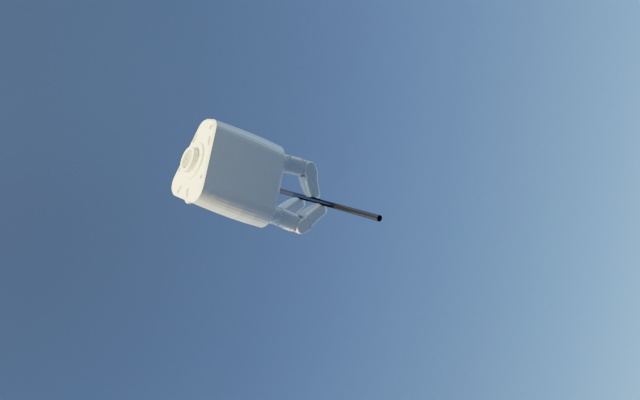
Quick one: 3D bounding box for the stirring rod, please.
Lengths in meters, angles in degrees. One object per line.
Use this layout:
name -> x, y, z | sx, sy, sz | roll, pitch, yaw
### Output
stirring rod -> 0.000, 0.002, 0.668 | 0.011, 0.011, 0.239 | 0, 9, -37
